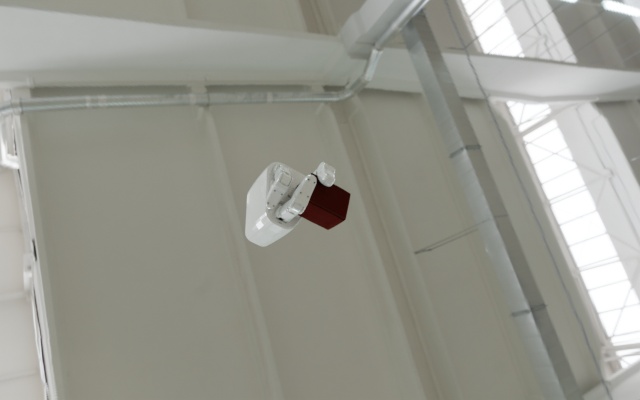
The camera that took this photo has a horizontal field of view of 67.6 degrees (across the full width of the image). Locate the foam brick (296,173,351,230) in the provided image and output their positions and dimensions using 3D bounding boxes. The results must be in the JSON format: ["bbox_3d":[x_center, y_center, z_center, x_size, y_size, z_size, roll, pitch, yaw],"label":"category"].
[{"bbox_3d":[0.000,0.003,0.763,0.078,0.053,0.051,28,-35,-17],"label":"foam brick"}]
